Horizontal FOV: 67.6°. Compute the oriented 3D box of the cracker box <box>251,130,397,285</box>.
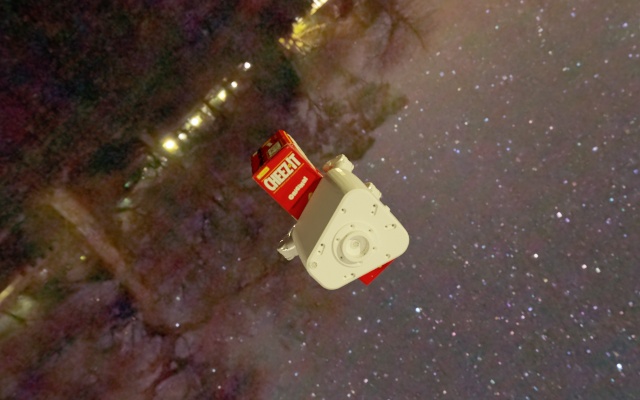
[{"bbox_3d":[0.000,0.002,0.680,0.214,0.072,0.164,45,3,-16],"label":"cracker box"}]
